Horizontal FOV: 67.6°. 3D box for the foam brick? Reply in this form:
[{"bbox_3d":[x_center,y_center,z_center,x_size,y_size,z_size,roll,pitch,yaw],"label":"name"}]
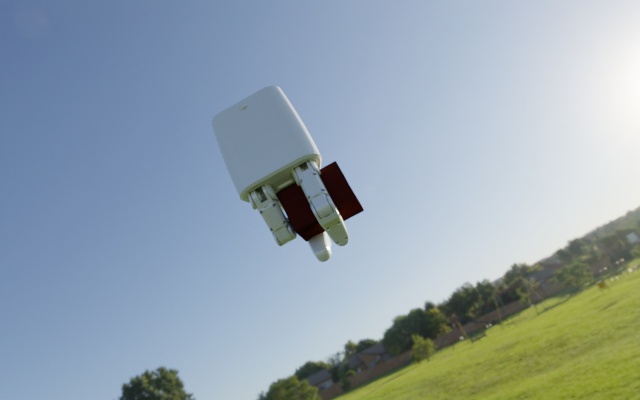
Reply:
[{"bbox_3d":[0.000,0.002,0.535,0.078,0.051,0.053,-28,-22,3],"label":"foam brick"}]
